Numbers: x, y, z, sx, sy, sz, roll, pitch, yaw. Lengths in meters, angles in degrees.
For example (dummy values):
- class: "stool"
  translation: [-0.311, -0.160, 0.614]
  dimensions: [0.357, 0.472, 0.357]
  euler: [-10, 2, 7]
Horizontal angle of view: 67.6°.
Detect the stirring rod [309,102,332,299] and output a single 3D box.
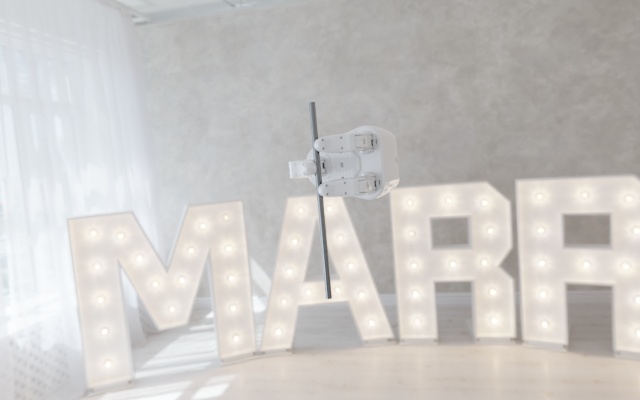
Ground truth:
- class: "stirring rod"
  translation: [0.000, 0.002, 0.582]
  dimensions: [0.011, 0.239, 0.011]
  euler: [-5, 5, 0]
